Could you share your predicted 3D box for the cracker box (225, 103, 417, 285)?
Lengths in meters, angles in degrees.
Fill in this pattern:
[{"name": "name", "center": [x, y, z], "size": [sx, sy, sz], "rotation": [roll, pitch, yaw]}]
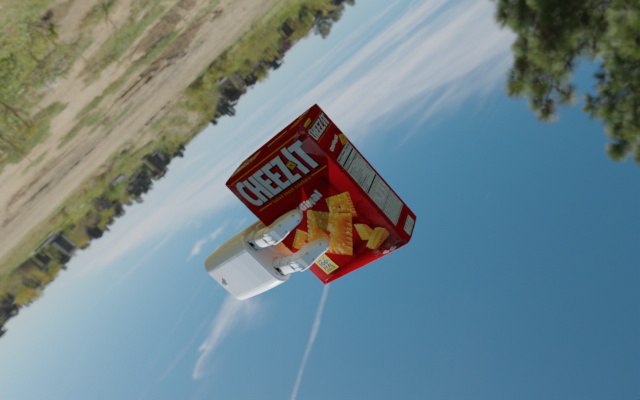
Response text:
[{"name": "cracker box", "center": [0.000, 0.002, 0.659], "size": [0.164, 0.214, 0.072], "rotation": [-32, 19, 36]}]
